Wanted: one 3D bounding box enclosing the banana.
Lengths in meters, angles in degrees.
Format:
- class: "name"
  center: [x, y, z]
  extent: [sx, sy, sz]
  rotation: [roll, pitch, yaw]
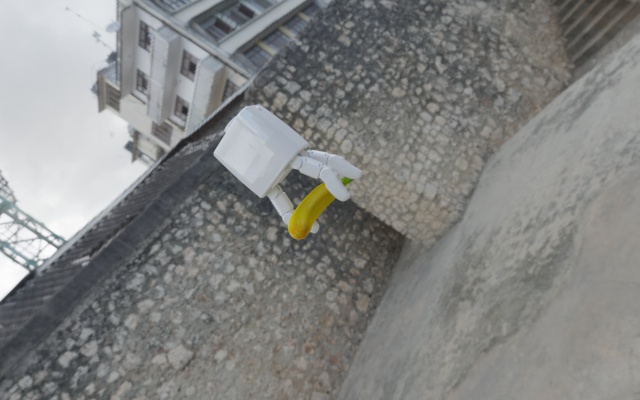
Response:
- class: "banana"
  center: [-0.010, 0.010, 0.741]
  extent: [0.070, 0.037, 0.197]
  rotation: [-39, 6, 39]
